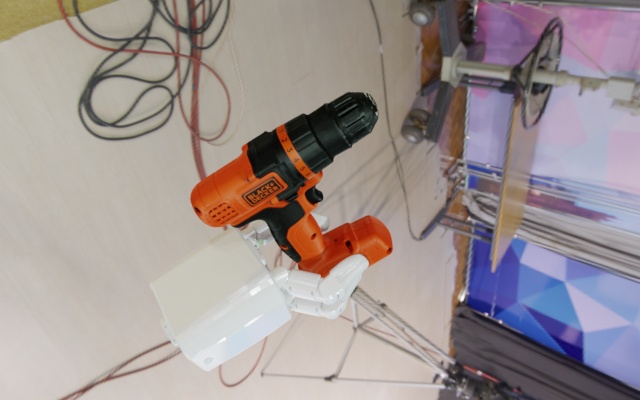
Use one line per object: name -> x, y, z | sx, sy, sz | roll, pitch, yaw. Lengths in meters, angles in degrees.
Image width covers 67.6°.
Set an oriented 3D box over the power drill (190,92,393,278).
power drill -> 0.000, 0.002, 0.462 | 0.184, 0.057, 0.188 | -29, -48, 12
